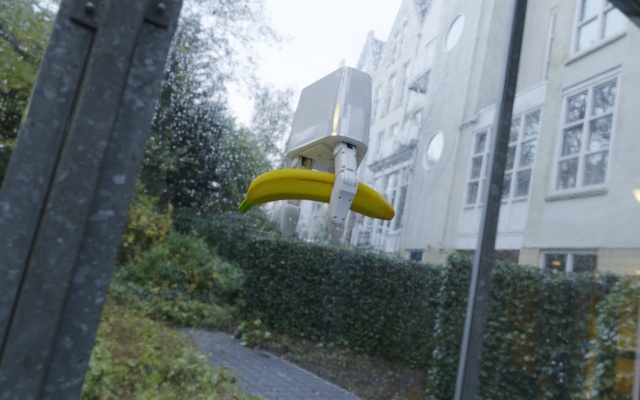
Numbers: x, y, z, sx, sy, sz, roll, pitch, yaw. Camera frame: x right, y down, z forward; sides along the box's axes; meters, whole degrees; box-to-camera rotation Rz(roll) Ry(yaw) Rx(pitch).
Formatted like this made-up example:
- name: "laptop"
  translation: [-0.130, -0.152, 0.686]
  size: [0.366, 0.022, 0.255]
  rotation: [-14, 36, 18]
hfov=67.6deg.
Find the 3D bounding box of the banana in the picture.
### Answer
- name: "banana"
  translation: [-0.002, -0.008, 0.584]
  size: [0.198, 0.037, 0.070]
  rotation: [5, -32, 0]
